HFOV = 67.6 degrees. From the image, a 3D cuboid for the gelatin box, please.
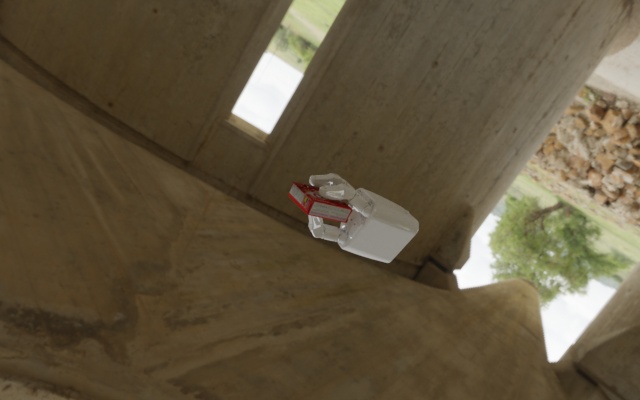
[{"bbox_3d":[0.000,0.003,0.812,0.089,0.030,0.073,12,20,-37],"label":"gelatin box"}]
